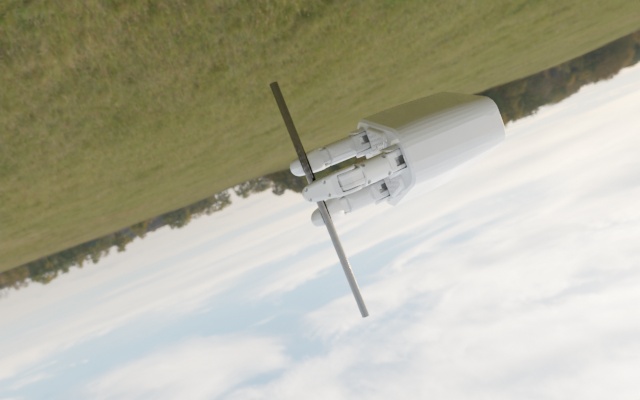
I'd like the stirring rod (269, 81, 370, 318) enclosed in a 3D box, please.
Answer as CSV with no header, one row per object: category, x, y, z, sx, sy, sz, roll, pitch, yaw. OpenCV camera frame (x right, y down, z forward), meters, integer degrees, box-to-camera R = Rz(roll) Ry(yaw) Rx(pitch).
stirring rod,0.000,0.001,0.457,0.011,0.239,0.011,-22,5,2
